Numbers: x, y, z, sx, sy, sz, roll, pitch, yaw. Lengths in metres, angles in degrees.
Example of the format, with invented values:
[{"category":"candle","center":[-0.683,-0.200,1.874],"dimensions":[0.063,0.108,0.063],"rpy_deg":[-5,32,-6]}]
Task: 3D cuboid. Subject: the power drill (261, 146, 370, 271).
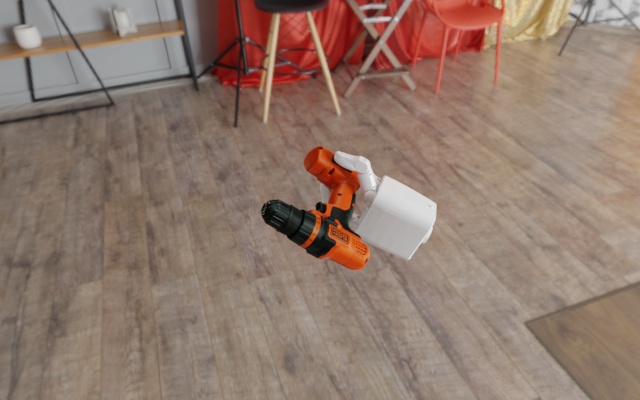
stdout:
[{"category":"power drill","center":[0.000,0.002,0.754],"dimensions":[0.184,0.187,0.057],"rpy_deg":[31,-46,-23]}]
